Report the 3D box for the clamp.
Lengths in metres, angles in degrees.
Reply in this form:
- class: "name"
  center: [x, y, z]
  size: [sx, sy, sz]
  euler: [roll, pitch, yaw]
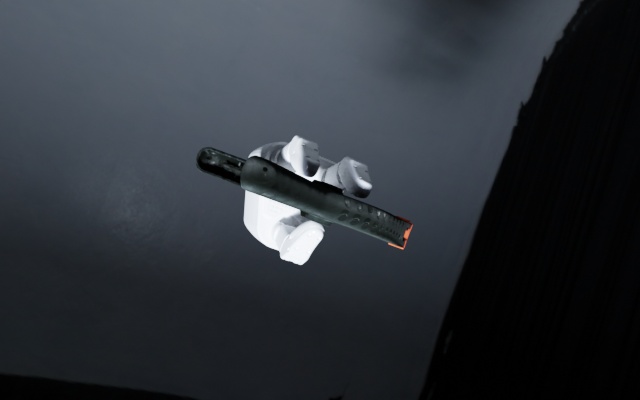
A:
- class: "clamp"
  center: [0.000, 0.002, 0.414]
  size: [0.210, 0.036, 0.164]
  euler: [21, 0, -20]
